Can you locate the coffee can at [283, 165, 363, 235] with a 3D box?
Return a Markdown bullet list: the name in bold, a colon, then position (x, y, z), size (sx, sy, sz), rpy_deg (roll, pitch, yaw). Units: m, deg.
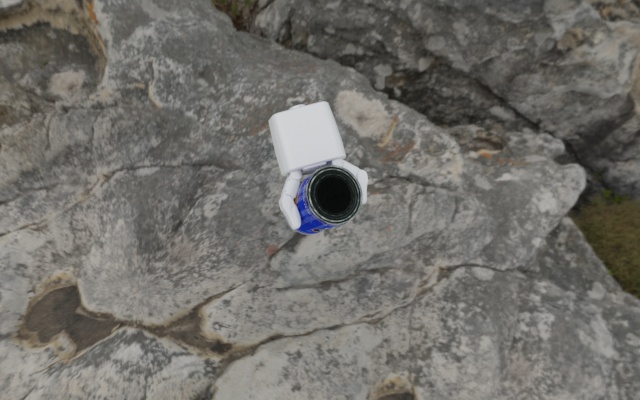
- **coffee can**: position (0.000, 0.003, 0.857), size (0.103, 0.103, 0.140), rpy_deg (0, -10, -21)
